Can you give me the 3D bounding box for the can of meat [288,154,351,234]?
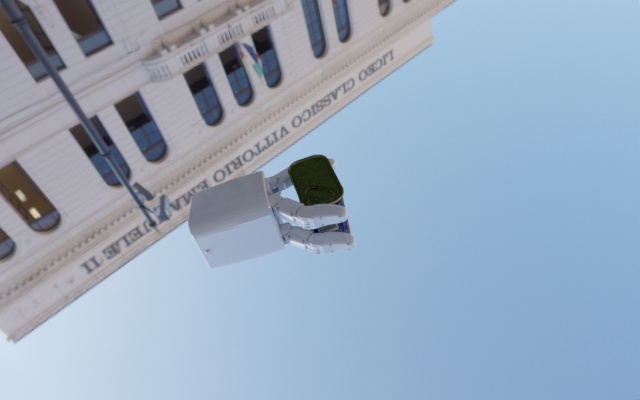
[{"bbox_3d":[0.000,0.002,0.648,0.057,0.084,0.102,-19,43,-5],"label":"can of meat"}]
